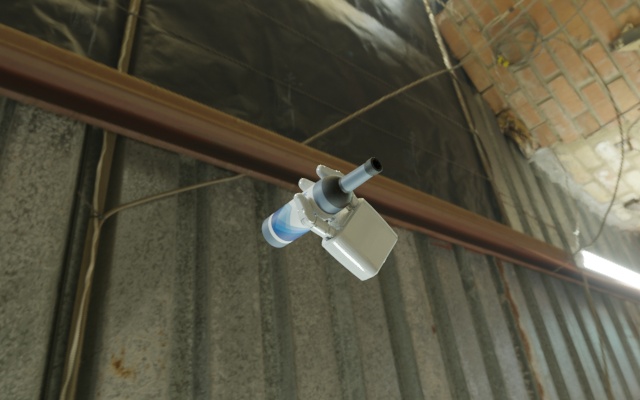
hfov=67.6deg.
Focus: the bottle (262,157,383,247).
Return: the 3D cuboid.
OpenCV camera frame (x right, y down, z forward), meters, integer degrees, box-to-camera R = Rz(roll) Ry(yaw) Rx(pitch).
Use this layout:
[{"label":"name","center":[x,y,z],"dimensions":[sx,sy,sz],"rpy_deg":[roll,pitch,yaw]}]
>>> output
[{"label":"bottle","center":[0.000,0.003,0.873],"dimensions":[0.069,0.069,0.296],"rpy_deg":[0,-25,-43]}]
